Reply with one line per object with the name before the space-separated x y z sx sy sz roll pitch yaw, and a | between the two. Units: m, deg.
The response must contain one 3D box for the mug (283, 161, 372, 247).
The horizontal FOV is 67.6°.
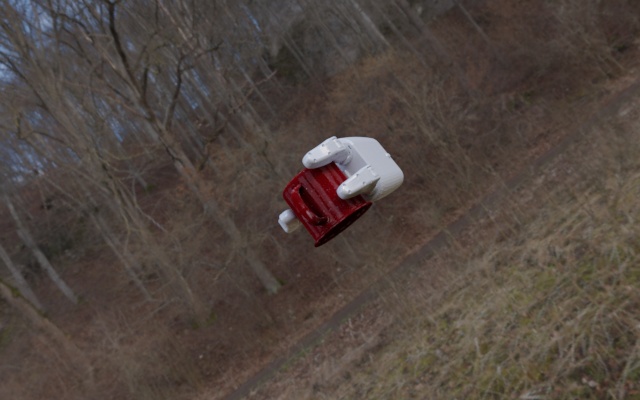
mug | -0.001 0.002 0.601 0.093 0.081 0.117 -43 -12 26
